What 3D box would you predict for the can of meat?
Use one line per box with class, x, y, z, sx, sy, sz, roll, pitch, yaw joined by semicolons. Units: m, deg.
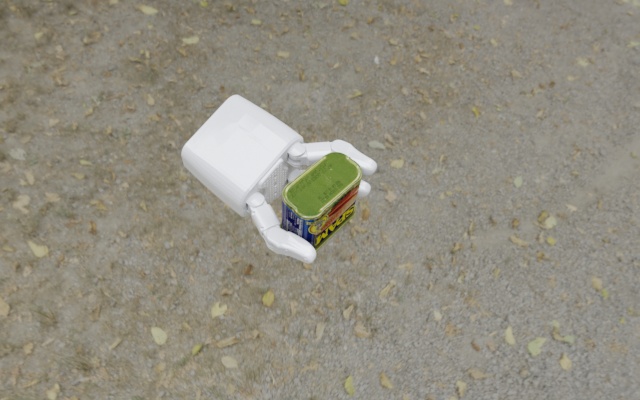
can of meat;0.000;0.002;0.555;0.102;0.057;0.084;-41;-21;-25
